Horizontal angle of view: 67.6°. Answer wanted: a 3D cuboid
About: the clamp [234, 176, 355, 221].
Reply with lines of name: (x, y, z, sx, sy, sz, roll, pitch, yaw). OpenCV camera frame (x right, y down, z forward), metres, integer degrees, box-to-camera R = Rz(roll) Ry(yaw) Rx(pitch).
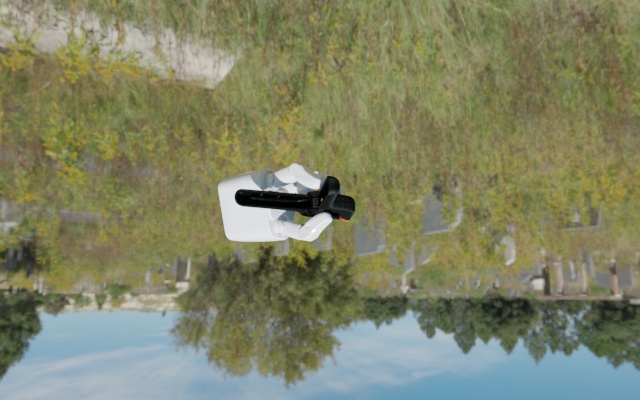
clamp: (0.000, 0.003, 0.719, 0.164, 0.036, 0.210, -8, -14, 35)
